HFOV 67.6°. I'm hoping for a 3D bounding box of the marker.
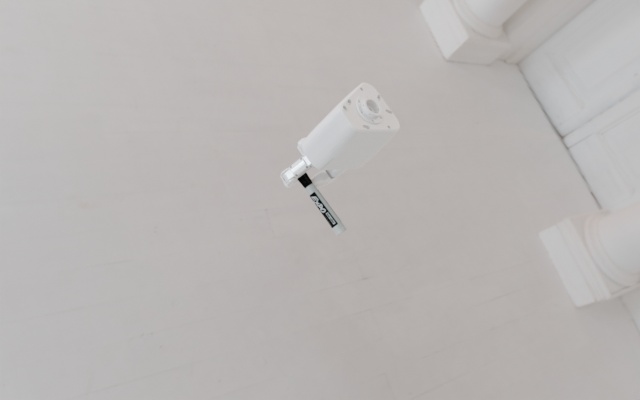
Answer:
[{"bbox_3d":[0.000,0.003,0.771,0.020,0.121,0.020,-35,-4,-3],"label":"marker"}]
